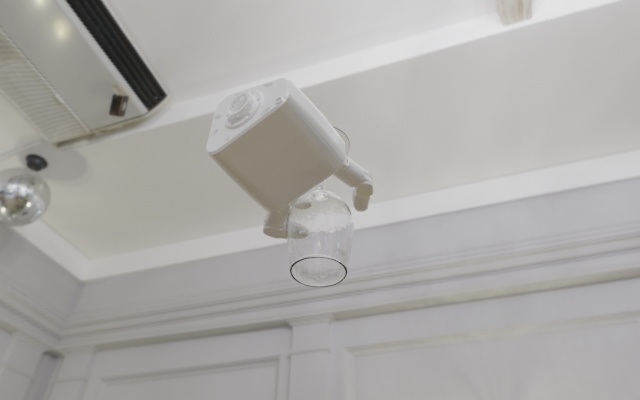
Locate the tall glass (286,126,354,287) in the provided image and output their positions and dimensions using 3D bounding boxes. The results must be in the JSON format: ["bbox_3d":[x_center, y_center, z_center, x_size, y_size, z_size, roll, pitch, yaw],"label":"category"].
[{"bbox_3d":[0.000,0.001,0.575,0.079,0.200,0.079,1,-40,1],"label":"tall glass"}]
